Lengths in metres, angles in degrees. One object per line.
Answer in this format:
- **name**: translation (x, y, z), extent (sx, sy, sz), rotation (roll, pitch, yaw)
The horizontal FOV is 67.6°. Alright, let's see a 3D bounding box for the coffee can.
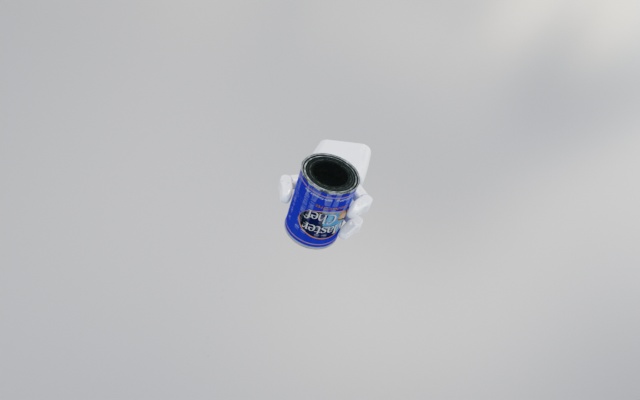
- **coffee can**: translation (0.000, 0.003, 0.837), extent (0.103, 0.140, 0.102), rotation (11, 42, -10)
